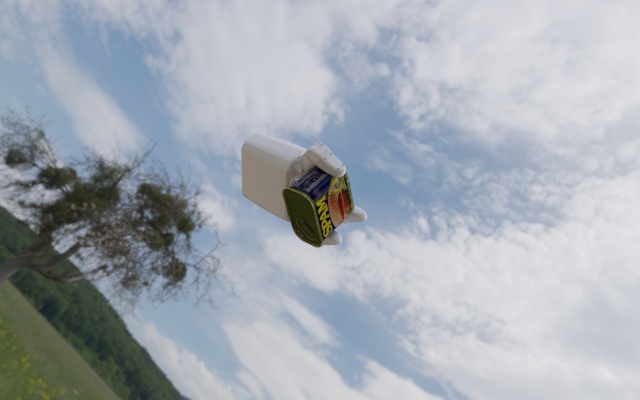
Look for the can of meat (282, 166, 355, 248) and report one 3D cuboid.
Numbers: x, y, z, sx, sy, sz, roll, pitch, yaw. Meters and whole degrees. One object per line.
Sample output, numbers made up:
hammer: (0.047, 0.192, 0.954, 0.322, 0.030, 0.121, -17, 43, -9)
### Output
can of meat: (0.000, 0.002, 0.689, 0.057, 0.102, 0.084, 22, 50, 35)
